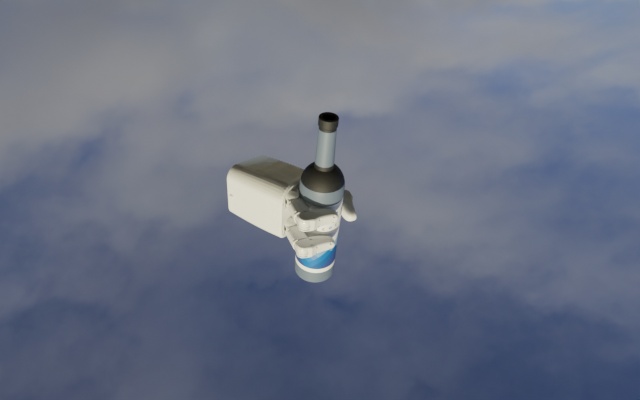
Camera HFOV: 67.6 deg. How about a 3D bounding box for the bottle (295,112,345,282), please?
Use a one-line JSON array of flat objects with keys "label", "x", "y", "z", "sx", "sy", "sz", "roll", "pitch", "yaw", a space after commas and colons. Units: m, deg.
[{"label": "bottle", "x": 0.000, "y": 0.003, "z": 0.725, "sx": 0.069, "sy": 0.296, "sz": 0.069, "roll": 3, "pitch": 40, "yaw": -3}]
